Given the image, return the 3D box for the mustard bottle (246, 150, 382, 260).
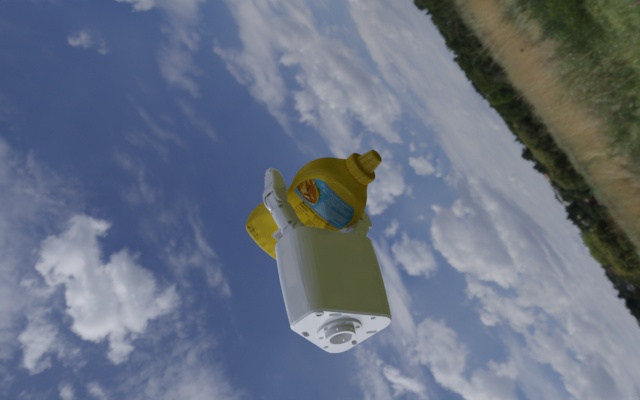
[{"bbox_3d":[0.000,0.002,0.599,0.192,0.096,0.058,-39,18,27],"label":"mustard bottle"}]
